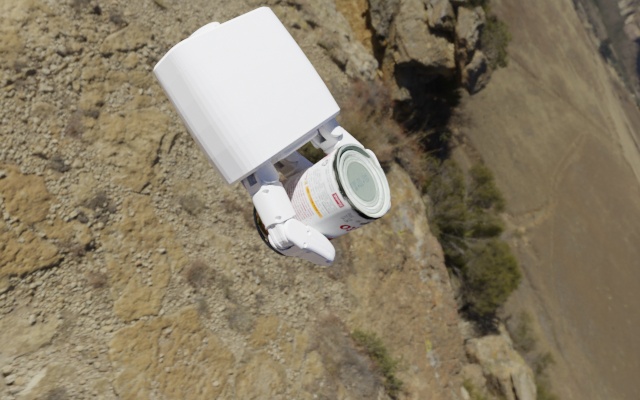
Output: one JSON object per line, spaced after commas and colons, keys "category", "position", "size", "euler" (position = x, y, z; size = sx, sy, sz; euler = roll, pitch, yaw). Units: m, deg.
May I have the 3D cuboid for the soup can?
{"category": "soup can", "position": [0.000, 0.002, 0.411], "size": [0.102, 0.068, 0.068], "euler": [-27, -18, 38]}
